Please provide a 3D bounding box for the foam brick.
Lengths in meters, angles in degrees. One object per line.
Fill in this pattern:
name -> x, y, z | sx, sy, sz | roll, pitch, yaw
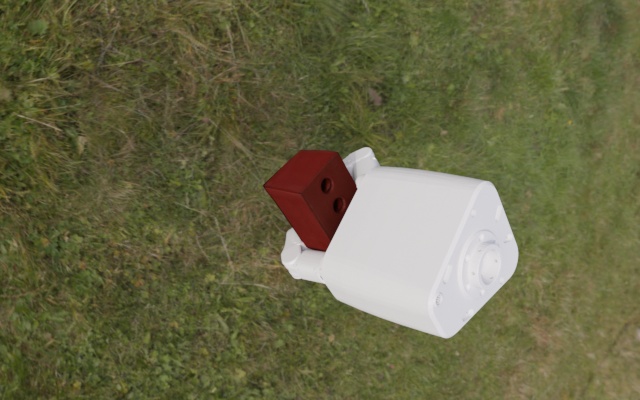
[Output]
foam brick -> 0.000, 0.001, 0.414 | 0.051, 0.078, 0.053 | 10, 50, 49
